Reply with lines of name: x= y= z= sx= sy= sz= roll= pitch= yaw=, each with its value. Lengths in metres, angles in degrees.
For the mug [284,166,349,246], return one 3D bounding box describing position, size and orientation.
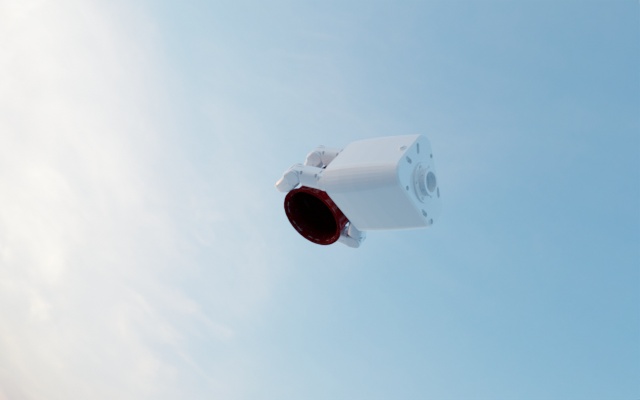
mug: x=-0.001 y=0.002 z=0.678 sx=0.117 sy=0.093 sz=0.081 roll=-1 pitch=32 yaw=41
